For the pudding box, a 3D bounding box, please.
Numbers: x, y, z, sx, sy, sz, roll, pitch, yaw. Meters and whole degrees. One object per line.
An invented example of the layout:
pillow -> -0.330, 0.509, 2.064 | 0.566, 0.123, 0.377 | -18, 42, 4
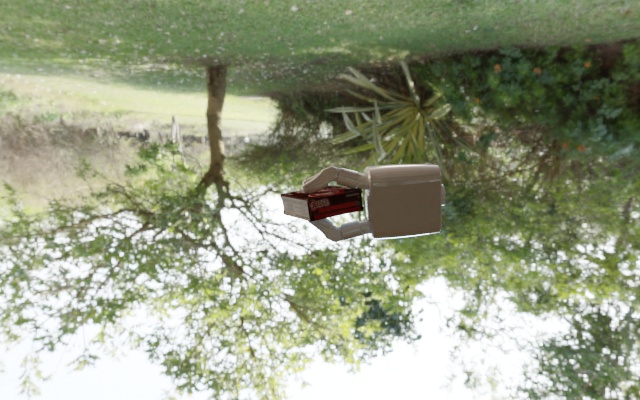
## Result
pudding box -> 0.000, 0.003, 0.734 | 0.090, 0.039, 0.113 | -10, 6, -24
